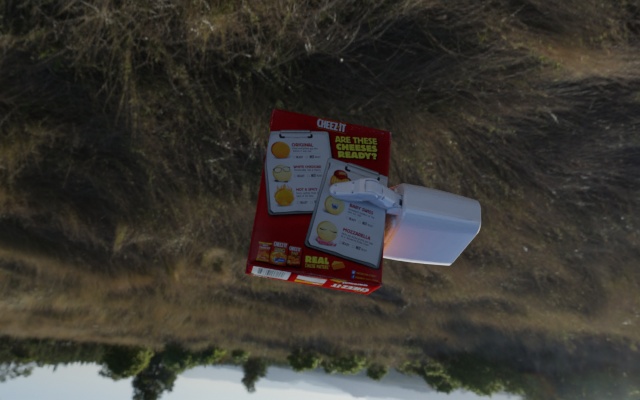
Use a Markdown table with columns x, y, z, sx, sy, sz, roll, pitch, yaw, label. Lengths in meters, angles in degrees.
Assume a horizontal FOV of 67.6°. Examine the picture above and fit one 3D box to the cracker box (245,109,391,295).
| x | y | z | sx | sy | sz | roll | pitch | yaw | label |
| --- | --- | --- | --- | --- | --- | --- | --- | --- | --- |
| 0.000 | 0.002 | 0.621 | 0.164 | 0.213 | 0.072 | 10 | -23 | -9 | cracker box |
